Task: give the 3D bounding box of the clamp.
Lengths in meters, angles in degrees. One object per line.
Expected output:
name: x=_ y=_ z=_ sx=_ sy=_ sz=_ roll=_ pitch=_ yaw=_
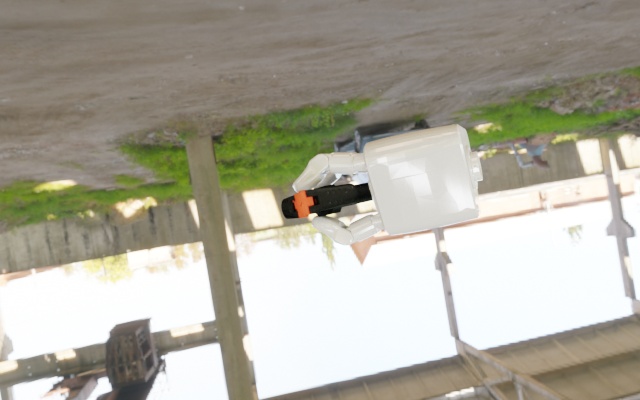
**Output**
clamp: x=0.000 y=0.003 z=0.601 sx=0.164 sy=0.036 sz=0.210 roll=-14 pitch=-1 yaw=23
